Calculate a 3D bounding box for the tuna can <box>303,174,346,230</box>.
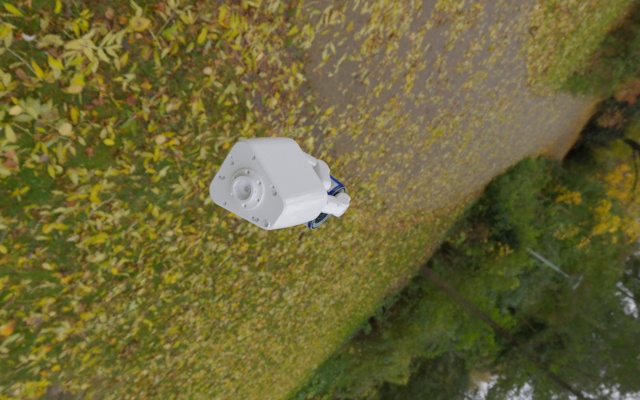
[{"bbox_3d":[0.001,0.003,0.731,0.033,0.086,0.086,38,11,15],"label":"tuna can"}]
